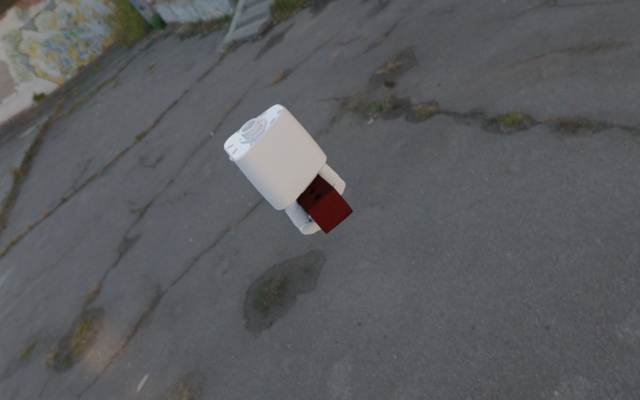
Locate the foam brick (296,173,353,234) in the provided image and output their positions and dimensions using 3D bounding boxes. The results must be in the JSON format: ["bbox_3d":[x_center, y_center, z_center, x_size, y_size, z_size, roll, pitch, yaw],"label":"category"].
[{"bbox_3d":[0.000,0.002,0.703,0.051,0.053,0.078,51,-4,-32],"label":"foam brick"}]
